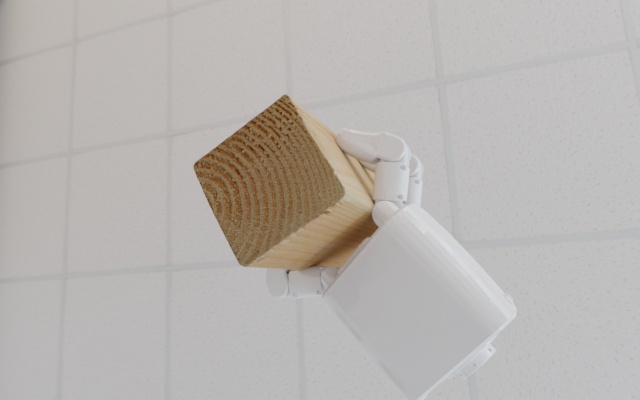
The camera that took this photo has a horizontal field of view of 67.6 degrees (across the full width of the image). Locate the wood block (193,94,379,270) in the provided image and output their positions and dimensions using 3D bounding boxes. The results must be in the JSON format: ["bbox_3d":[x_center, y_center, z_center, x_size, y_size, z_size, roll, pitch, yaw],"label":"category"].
[{"bbox_3d":[0.000,0.002,0.415,0.091,0.090,0.206,-35,-20,13],"label":"wood block"}]
